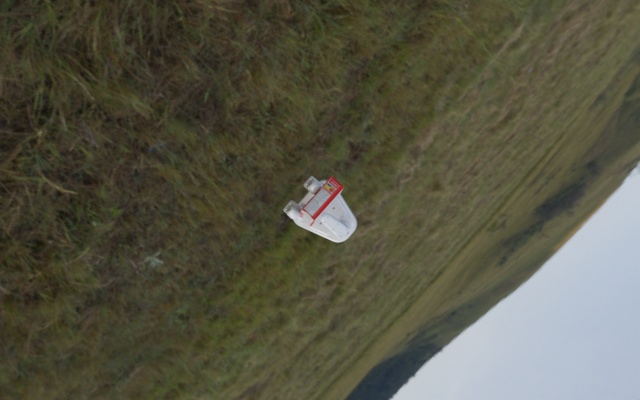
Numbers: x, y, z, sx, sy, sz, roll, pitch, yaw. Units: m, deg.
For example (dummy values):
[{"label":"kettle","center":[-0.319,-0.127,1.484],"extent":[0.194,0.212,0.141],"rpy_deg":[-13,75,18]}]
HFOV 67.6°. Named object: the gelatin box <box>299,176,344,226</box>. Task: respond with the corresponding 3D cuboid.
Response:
[{"label":"gelatin box","center":[0.000,0.003,0.785],"extent":[0.030,0.073,0.089],"rpy_deg":[42,-10,3]}]
